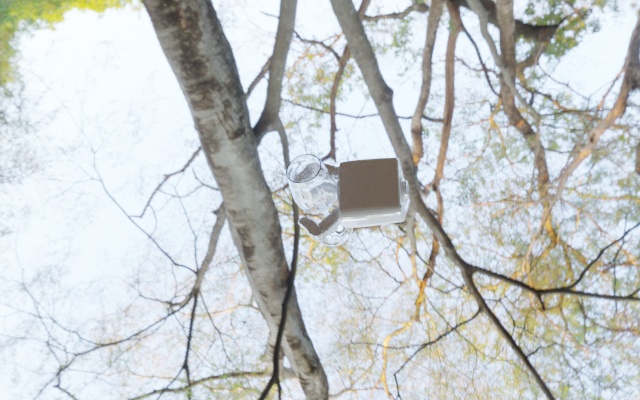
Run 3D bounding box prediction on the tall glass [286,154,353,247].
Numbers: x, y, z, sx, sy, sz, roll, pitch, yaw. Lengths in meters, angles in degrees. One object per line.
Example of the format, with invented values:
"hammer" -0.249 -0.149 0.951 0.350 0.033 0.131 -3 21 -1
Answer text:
"tall glass" 0.000 0.003 0.864 0.079 0.079 0.201 0 -34 21
